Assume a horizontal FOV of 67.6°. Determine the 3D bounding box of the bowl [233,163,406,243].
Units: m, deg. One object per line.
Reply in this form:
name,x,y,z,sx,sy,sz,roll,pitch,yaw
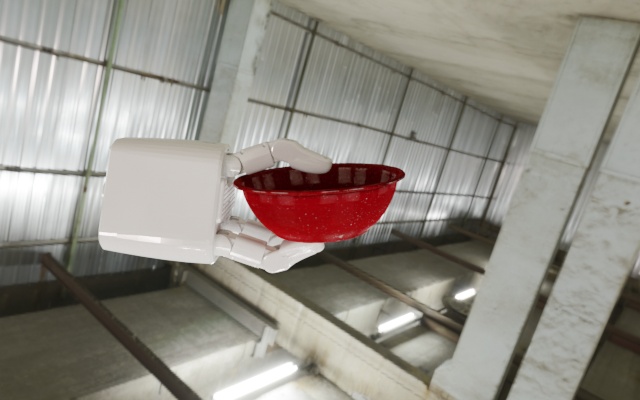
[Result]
bowl,0.001,0.002,0.456,0.162,0.055,0.162,-3,12,1
